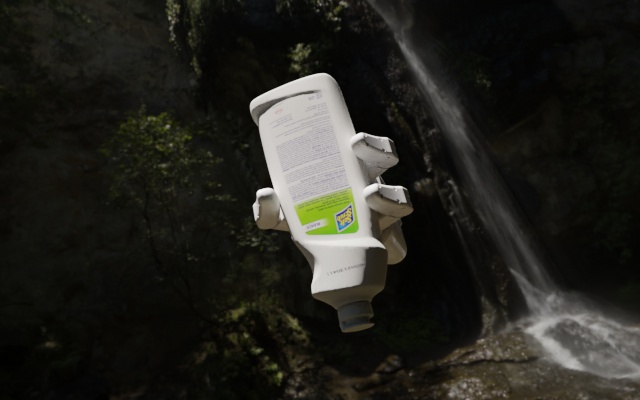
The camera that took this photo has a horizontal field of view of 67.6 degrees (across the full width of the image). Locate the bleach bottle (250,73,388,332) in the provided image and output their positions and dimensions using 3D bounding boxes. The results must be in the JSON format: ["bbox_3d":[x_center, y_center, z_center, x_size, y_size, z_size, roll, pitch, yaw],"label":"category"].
[{"bbox_3d":[0.000,0.001,0.465,0.102,0.250,0.068,-19,-25,15],"label":"bleach bottle"}]
